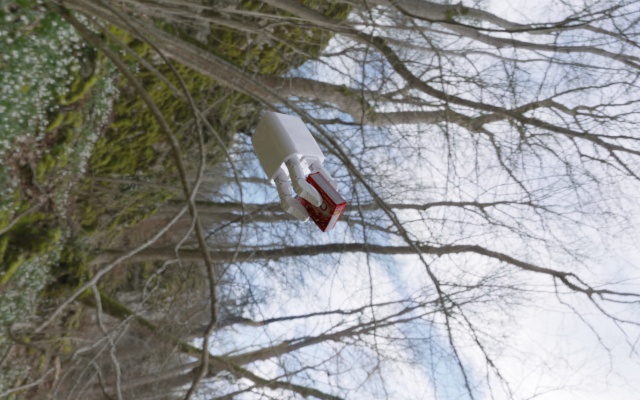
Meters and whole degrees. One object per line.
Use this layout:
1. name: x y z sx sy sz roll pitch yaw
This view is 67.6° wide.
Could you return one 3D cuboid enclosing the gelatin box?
1. gelatin box: 0.001 0.003 0.884 0.030 0.073 0.089 -17 55 -41
